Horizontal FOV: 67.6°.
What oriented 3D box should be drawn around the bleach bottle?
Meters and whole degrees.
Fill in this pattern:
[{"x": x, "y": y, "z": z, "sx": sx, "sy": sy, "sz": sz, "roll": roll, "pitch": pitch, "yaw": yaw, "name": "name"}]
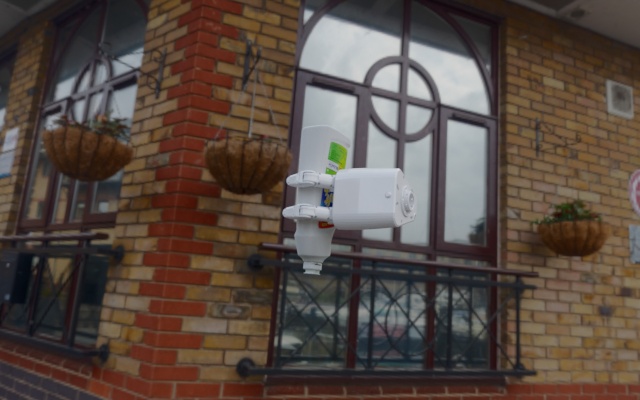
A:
[{"x": 0.000, "y": 0.003, "z": 0.831, "sx": 0.068, "sy": 0.250, "sz": 0.102, "roll": -2, "pitch": -13, "yaw": 30, "name": "bleach bottle"}]
